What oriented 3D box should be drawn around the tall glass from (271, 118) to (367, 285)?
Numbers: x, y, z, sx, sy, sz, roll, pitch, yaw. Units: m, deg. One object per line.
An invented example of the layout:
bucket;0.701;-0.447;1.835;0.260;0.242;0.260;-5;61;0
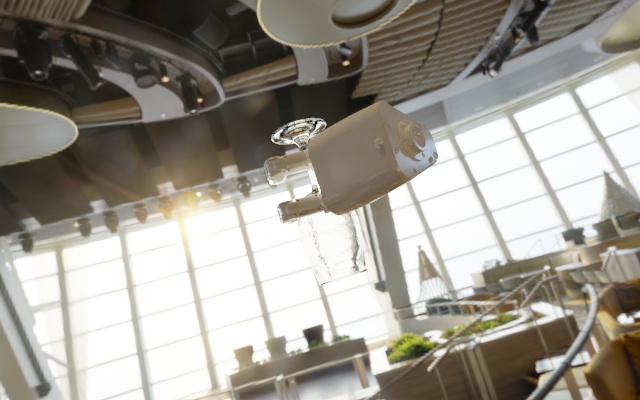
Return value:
tall glass;0.000;0.001;0.607;0.079;0.201;0.079;-16;-11;-3
